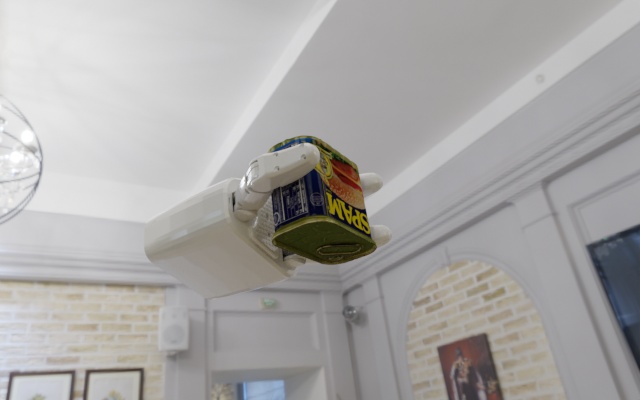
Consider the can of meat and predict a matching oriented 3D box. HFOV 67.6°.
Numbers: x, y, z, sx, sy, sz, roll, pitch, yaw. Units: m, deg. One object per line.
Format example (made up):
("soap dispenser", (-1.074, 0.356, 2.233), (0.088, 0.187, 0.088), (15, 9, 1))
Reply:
("can of meat", (0.000, 0.001, 0.416), (0.057, 0.084, 0.102), (-23, -30, 26))
